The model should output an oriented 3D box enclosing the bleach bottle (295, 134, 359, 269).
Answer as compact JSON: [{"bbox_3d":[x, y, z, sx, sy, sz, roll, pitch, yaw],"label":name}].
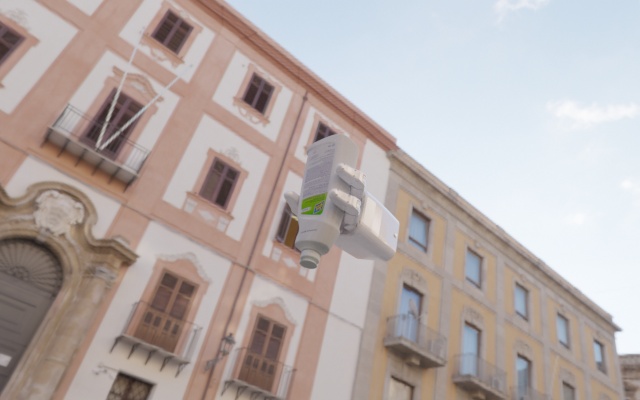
[{"bbox_3d":[0.000,0.003,0.826,0.102,0.250,0.068,-19,-46,40],"label":"bleach bottle"}]
